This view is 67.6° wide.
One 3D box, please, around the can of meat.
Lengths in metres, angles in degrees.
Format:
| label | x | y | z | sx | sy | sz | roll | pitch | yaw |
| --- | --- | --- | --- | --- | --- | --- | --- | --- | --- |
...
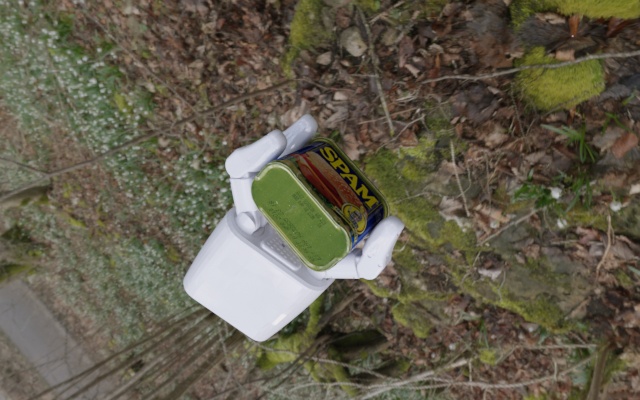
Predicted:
| label | x | y | z | sx | sy | sz | roll | pitch | yaw |
| --- | --- | --- | --- | --- | --- | --- | --- | --- | --- |
| can of meat | 0.000 | 0.001 | 0.410 | 0.057 | 0.102 | 0.084 | -45 | -6 | 33 |
